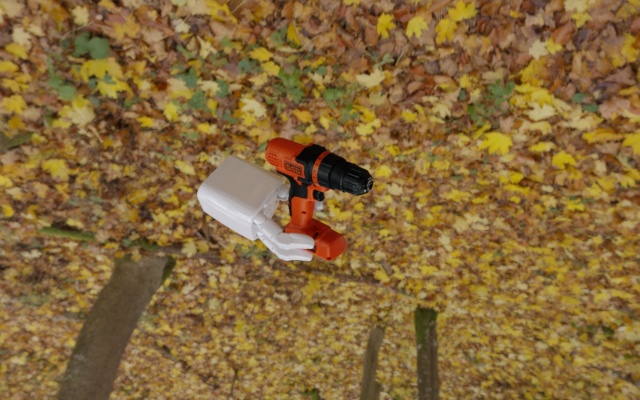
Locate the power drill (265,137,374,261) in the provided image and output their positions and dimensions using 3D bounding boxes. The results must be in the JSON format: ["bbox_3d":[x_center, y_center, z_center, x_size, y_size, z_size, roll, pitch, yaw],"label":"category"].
[{"bbox_3d":[0.000,0.003,0.740,0.184,0.188,0.057,24,45,31],"label":"power drill"}]
